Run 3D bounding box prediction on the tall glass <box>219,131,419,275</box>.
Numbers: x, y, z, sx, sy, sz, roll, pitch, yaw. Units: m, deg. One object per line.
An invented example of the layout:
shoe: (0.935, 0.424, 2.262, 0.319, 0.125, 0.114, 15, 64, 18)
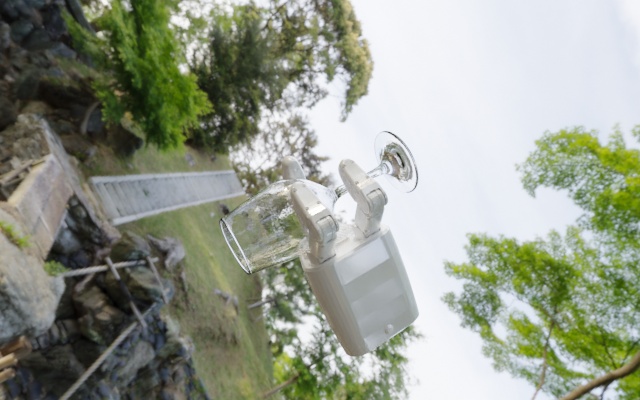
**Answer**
tall glass: (0.001, 0.001, 0.492, 0.201, 0.079, 0.079, -27, 10, -19)
